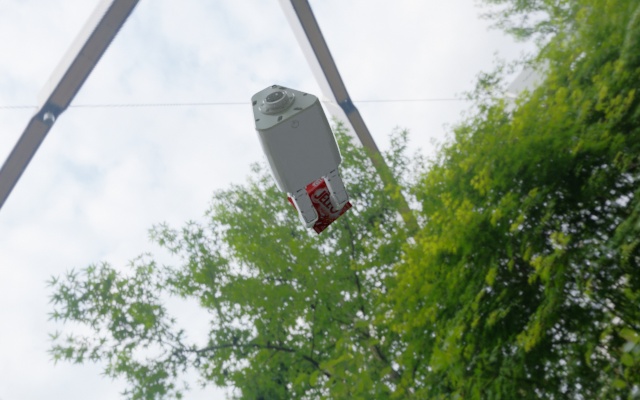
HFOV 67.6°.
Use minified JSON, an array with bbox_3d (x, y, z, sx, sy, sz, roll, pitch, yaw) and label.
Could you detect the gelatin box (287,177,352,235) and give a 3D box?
[{"bbox_3d":[0.000,0.002,0.746,0.030,0.073,0.089,48,-2,43],"label":"gelatin box"}]
